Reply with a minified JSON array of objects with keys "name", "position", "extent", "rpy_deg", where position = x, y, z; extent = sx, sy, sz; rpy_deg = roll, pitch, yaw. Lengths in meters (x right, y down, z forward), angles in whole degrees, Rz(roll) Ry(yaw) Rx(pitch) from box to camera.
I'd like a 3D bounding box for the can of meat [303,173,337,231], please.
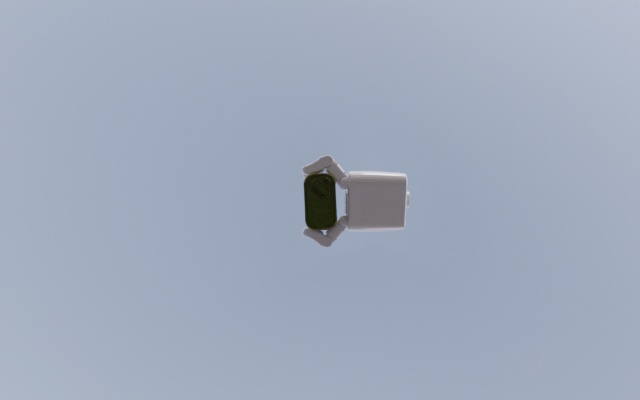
[{"name":"can of meat","position":[0.000,0.003,0.888],"extent":[0.057,0.102,0.084],"rpy_deg":[-3,-1,1]}]
